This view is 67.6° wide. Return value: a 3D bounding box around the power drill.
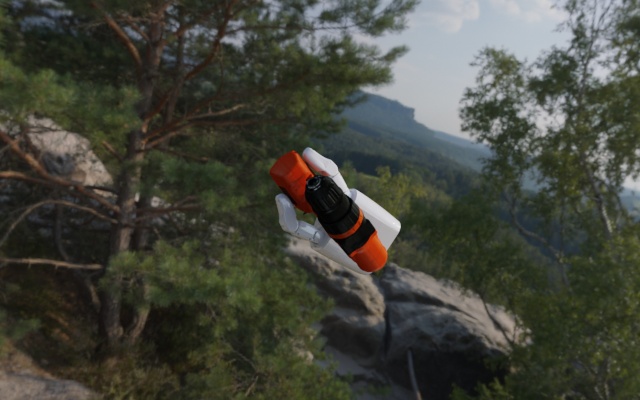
[{"bbox_3d":[0.000,0.002,0.655,0.187,0.057,0.184,45,-7,48],"label":"power drill"}]
